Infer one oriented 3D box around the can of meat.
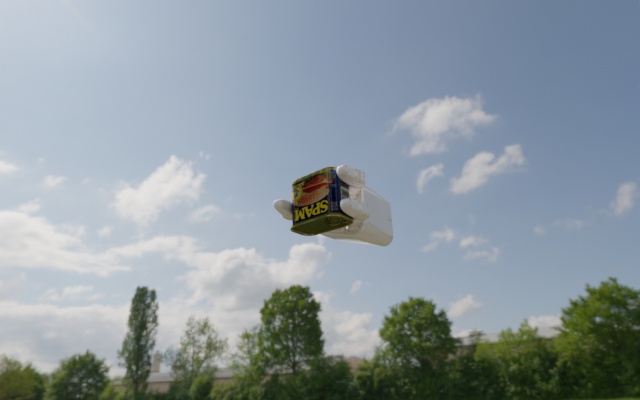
[{"bbox_3d":[0.000,0.002,0.765,0.102,0.084,0.057,-19,-28,36],"label":"can of meat"}]
